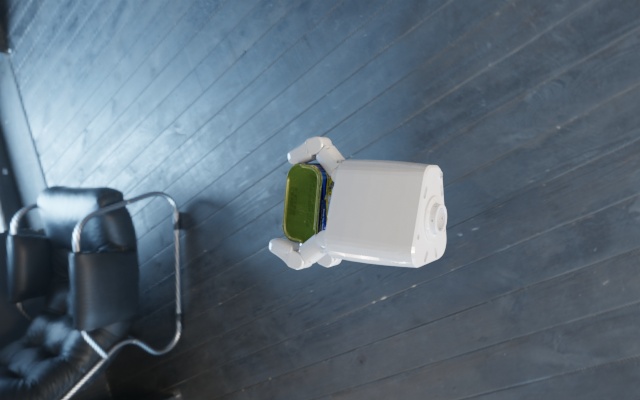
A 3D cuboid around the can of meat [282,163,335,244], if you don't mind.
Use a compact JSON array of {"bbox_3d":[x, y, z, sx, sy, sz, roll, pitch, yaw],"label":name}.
[{"bbox_3d":[0.000,0.002,0.602,0.057,0.102,0.084,10,9,34],"label":"can of meat"}]
